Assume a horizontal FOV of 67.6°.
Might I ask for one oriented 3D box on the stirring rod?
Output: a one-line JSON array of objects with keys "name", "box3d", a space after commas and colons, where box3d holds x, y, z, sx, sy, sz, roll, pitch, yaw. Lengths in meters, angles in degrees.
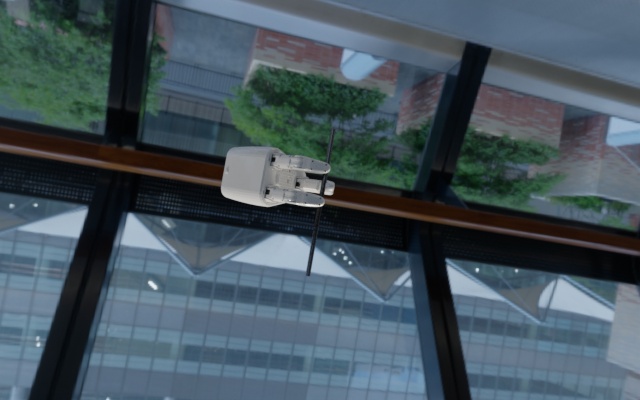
[{"name": "stirring rod", "box3d": [0.000, 0.002, 0.771, 0.011, 0.239, 0.011, 10, -2, 0]}]
